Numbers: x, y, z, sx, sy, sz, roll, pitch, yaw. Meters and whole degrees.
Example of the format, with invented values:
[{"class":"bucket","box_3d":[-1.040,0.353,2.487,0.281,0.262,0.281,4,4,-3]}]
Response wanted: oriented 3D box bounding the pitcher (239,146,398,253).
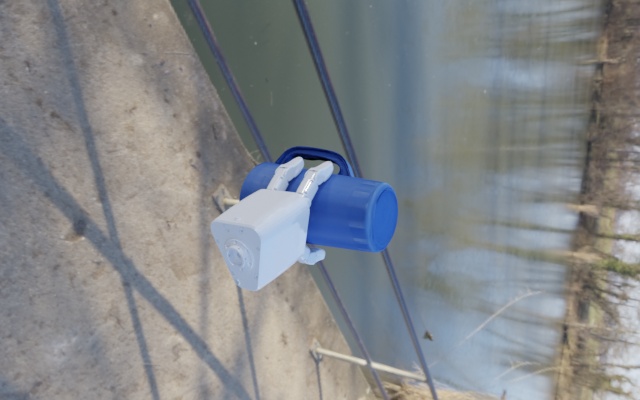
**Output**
[{"class":"pitcher","box_3d":[0.000,0.003,0.783,0.243,0.149,0.145,8,25,32]}]
